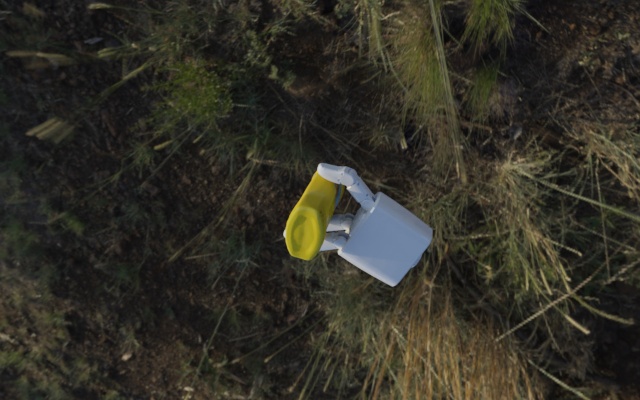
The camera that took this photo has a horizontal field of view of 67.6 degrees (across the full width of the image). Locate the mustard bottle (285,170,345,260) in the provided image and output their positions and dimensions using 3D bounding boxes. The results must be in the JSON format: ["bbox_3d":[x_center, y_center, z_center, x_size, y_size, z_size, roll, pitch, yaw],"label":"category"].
[{"bbox_3d":[0.000,0.002,0.758,0.058,0.096,0.191,14,33,9],"label":"mustard bottle"}]
